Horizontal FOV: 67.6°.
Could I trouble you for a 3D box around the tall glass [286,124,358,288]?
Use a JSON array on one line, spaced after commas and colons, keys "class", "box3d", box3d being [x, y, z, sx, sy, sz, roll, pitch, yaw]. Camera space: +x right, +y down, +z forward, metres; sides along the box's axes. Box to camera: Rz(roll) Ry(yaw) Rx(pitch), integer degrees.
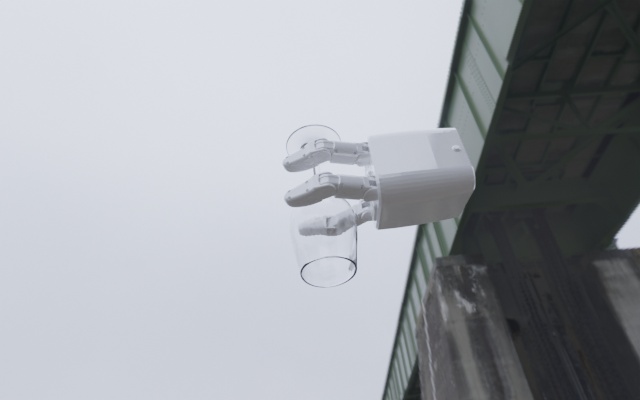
[{"class": "tall glass", "box3d": [0.000, 0.001, 0.574, 0.079, 0.200, 0.079, -4, -40, -3]}]
